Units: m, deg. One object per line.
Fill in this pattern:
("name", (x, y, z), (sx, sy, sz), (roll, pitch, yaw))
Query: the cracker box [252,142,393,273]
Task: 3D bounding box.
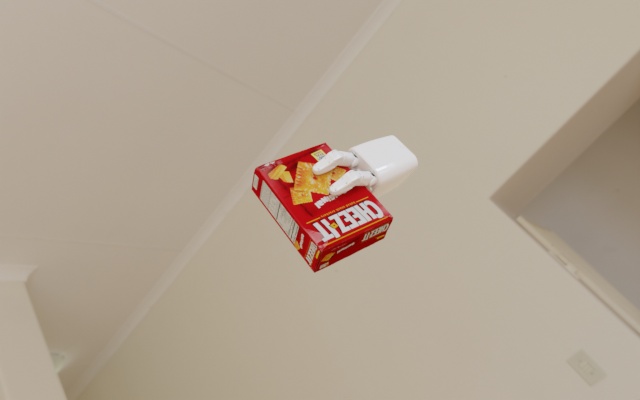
("cracker box", (0.000, 0.003, 0.866), (0.164, 0.213, 0.072), (-22, -33, -30))
